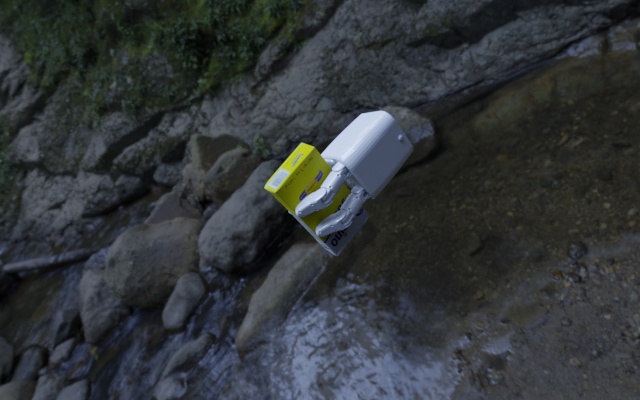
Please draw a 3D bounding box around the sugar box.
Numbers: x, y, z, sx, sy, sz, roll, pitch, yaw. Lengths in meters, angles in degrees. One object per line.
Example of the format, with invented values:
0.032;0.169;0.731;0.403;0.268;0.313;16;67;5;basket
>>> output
0.000;0.002;0.761;0.176;0.093;0.048;47;-12;-34;sugar box
